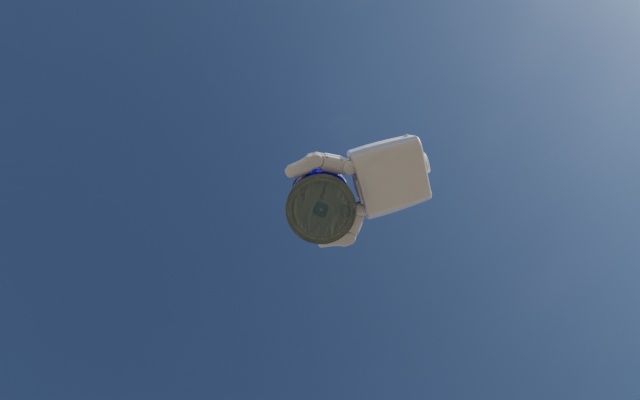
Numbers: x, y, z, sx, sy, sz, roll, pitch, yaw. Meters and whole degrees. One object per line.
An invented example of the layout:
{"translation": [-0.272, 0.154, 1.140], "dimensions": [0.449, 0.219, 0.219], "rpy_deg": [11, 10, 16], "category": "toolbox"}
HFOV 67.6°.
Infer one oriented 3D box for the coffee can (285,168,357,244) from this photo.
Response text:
{"translation": [0.000, 0.003, 0.753], "dimensions": [0.103, 0.103, 0.140], "rpy_deg": [0, 9, -1], "category": "coffee can"}
